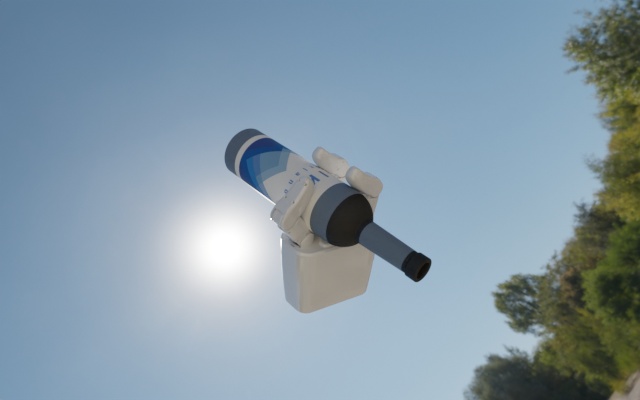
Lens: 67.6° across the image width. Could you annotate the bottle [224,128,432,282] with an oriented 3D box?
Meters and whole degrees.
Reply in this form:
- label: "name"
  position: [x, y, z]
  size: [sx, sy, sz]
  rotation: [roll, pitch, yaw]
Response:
- label: "bottle"
  position: [0.000, 0.002, 0.548]
  size: [0.295, 0.069, 0.069]
  rotation: [34, 21, 35]
